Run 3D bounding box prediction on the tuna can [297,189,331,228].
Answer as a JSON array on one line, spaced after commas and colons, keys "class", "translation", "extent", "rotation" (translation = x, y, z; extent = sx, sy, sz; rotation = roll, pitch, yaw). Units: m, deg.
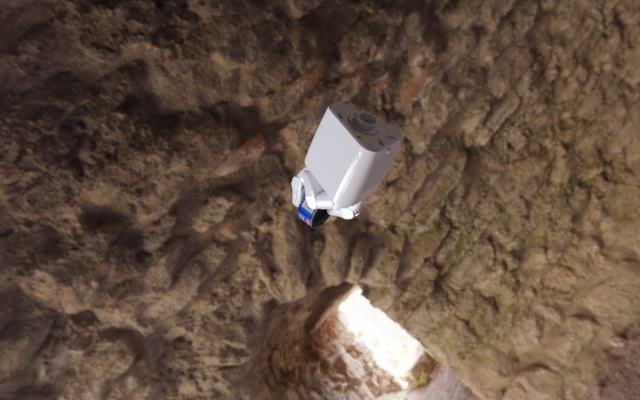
[{"class": "tuna can", "translation": [0.000, 0.002, 0.801], "extent": [0.033, 0.086, 0.086], "rotation": [36, 13, 18]}]
